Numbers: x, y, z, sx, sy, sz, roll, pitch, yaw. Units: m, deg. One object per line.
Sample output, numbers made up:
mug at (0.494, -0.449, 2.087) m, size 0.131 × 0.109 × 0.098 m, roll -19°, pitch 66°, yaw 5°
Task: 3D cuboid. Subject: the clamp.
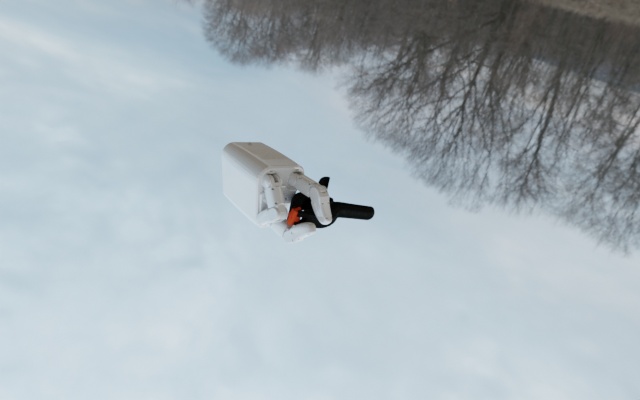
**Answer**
clamp at (0.000, 0.003, 0.797) m, size 0.171 × 0.039 × 0.120 m, roll -7°, pitch 33°, yaw -46°
